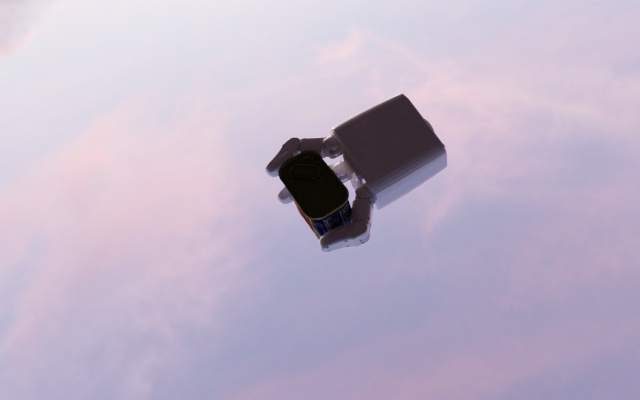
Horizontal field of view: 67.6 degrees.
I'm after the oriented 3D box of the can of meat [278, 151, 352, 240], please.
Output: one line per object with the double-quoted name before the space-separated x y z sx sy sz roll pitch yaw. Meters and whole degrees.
"can of meat" 0.000 0.002 0.593 0.057 0.102 0.084 -32 -37 -7
